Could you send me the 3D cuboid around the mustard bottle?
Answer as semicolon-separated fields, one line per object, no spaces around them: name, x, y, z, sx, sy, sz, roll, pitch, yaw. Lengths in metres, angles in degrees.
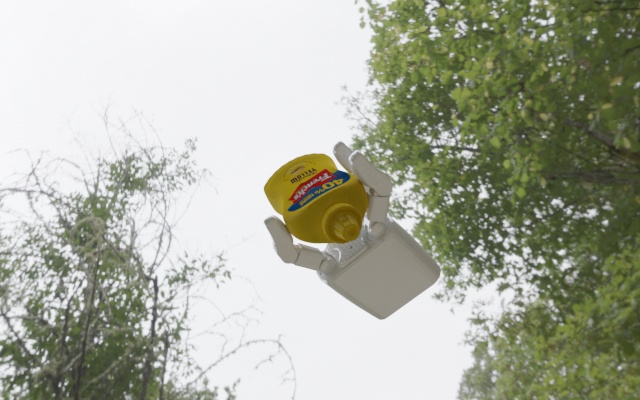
mustard bottle;0.000;0.001;0.542;0.096;0.058;0.191;-28;26;-8
